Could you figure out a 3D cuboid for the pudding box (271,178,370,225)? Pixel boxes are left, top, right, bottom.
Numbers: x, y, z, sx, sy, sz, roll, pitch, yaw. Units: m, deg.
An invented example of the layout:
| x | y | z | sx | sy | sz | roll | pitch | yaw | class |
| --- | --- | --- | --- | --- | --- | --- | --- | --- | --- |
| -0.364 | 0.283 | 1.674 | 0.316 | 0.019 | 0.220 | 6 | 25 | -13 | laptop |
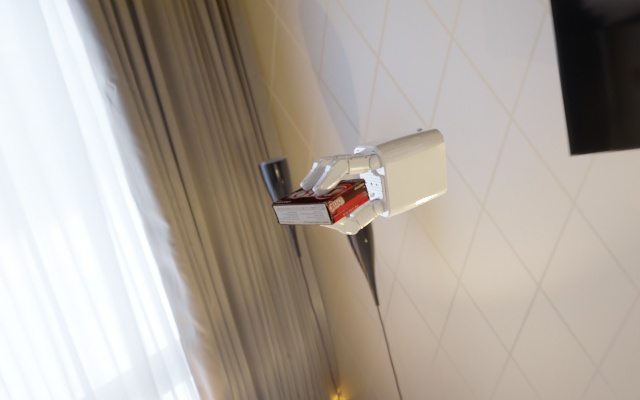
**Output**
| x | y | z | sx | sy | sz | roll | pitch | yaw | class |
| --- | --- | --- | --- | --- | --- | --- | --- | --- | --- |
| 0.000 | 0.002 | 0.684 | 0.113 | 0.039 | 0.090 | -6 | 18 | 45 | pudding box |
